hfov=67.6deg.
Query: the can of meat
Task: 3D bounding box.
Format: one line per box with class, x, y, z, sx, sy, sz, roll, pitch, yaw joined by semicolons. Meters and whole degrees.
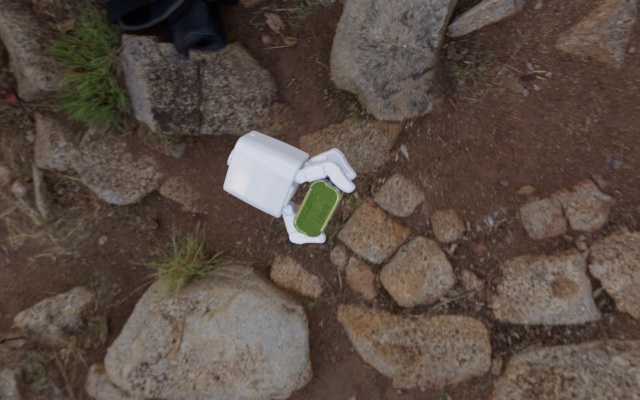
can of meat;0.000;0.003;0.788;0.057;0.102;0.084;27;20;1
